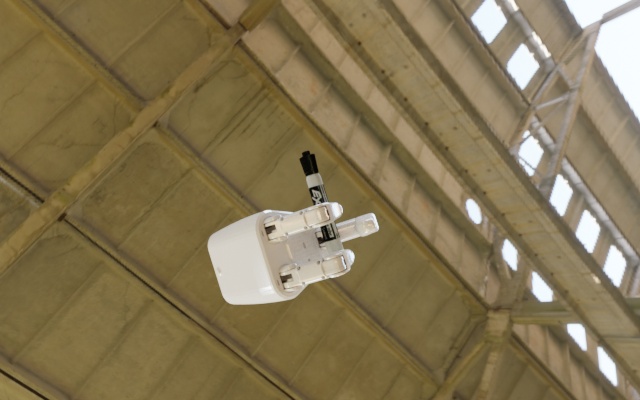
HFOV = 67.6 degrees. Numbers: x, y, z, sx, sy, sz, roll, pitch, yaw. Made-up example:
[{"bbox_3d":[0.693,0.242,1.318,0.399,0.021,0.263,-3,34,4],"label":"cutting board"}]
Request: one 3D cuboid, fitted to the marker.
[{"bbox_3d":[0.000,0.002,0.544,0.020,0.121,0.020,-17,-3,-1],"label":"marker"}]
